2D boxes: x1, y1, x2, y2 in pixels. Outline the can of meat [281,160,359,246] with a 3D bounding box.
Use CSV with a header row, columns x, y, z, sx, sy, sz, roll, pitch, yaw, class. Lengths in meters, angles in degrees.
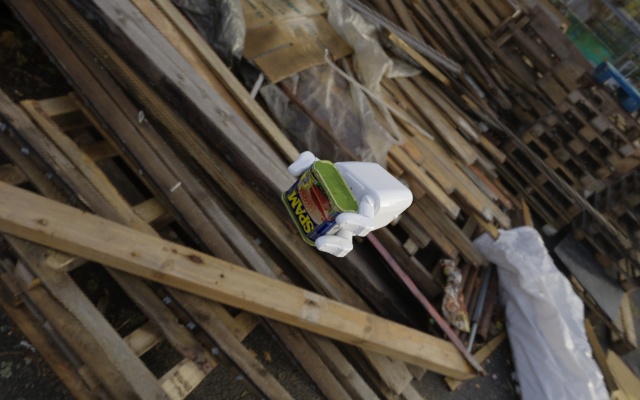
x,y,z,sx,sy,sz,roll,pitch,yaw,class
0.000,0.002,0.714,0.057,0.102,0.084,-4,-33,-47,can of meat
